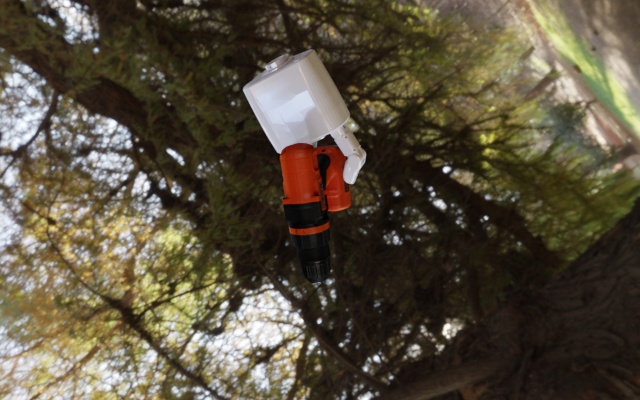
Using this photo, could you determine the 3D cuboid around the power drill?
[{"bbox_3d":[0.000,0.002,0.672,0.057,0.184,0.187,-4,14,13],"label":"power drill"}]
